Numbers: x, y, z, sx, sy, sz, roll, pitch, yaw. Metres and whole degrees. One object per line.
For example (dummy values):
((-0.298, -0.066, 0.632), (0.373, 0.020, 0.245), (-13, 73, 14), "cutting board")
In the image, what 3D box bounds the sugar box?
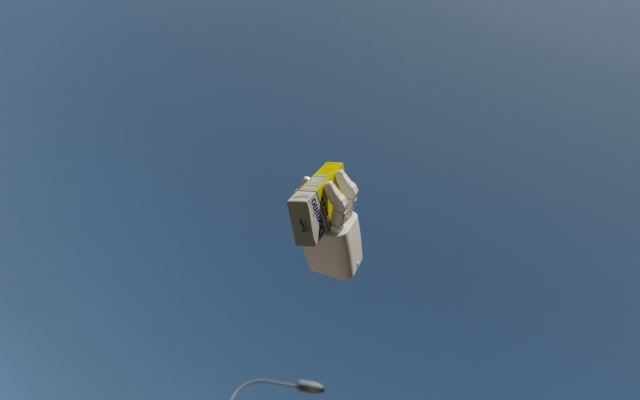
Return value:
((0.001, 0.003, 0.898), (0.048, 0.093, 0.176), (1, 28, 23), "sugar box")
